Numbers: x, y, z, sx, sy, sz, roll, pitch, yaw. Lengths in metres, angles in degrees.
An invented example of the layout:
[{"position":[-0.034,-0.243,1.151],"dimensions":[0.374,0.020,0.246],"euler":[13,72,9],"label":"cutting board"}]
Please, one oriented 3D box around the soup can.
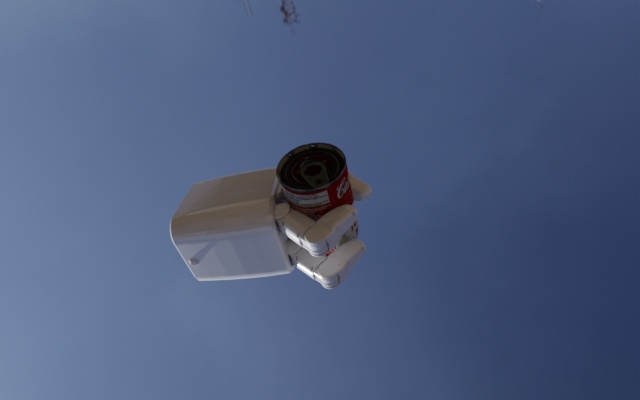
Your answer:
[{"position":[0.001,0.002,0.489],"dimensions":[0.068,0.068,0.102],"euler":[0,-44,15],"label":"soup can"}]
